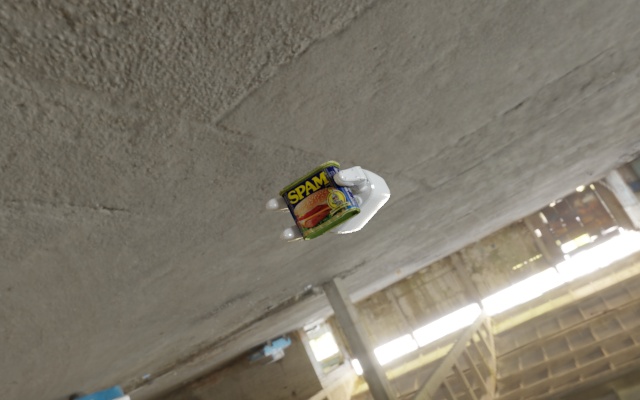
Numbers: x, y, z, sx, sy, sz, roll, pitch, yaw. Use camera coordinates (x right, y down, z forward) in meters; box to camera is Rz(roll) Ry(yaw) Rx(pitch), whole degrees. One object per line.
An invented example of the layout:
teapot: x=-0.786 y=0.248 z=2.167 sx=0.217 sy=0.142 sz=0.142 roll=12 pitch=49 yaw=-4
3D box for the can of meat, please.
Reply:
can of meat: x=0.000 y=0.003 z=0.729 sx=0.102 sy=0.084 sz=0.057 roll=-31 pitch=-14 yaw=16
